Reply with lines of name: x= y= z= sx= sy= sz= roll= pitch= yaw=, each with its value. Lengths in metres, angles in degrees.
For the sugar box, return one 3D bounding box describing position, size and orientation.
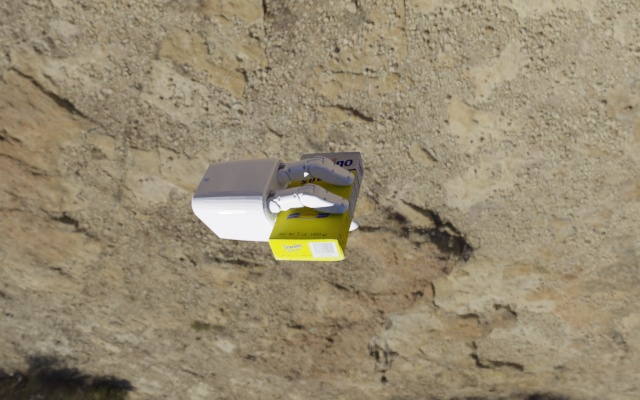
sugar box: x=0.000 y=0.002 z=0.648 sx=0.093 sy=0.048 sz=0.176 roll=-1 pitch=45 yaw=17
